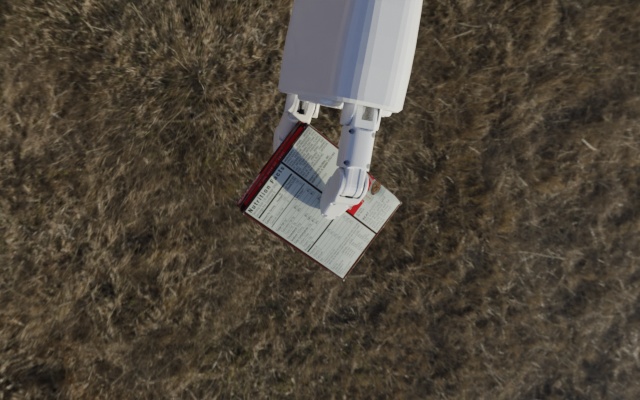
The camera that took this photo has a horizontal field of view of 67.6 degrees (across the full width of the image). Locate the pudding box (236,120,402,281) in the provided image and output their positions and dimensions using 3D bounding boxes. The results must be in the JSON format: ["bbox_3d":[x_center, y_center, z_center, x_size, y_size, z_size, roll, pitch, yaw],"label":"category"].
[{"bbox_3d":[0.000,0.001,0.405,0.113,0.090,0.039,37,1,-19],"label":"pudding box"}]
